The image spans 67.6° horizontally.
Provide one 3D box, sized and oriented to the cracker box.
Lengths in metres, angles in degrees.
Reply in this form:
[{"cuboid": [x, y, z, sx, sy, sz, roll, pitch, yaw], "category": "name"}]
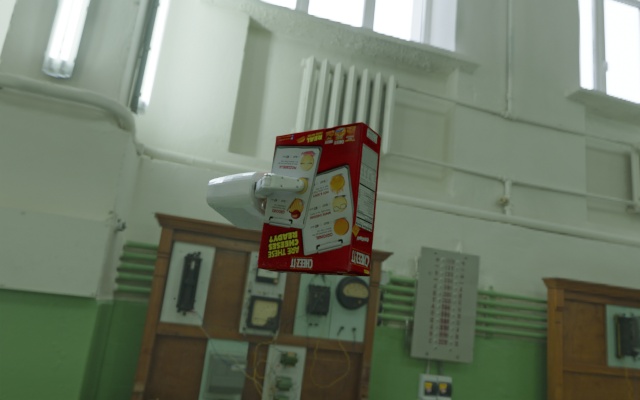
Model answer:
[{"cuboid": [0.000, 0.002, 0.715, 0.164, 0.213, 0.072, -3, -16, 35], "category": "cracker box"}]
